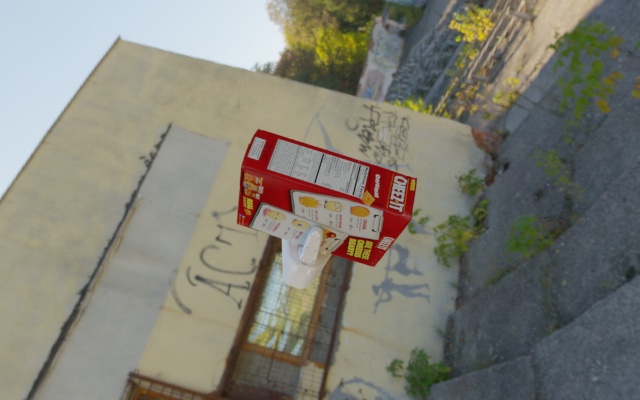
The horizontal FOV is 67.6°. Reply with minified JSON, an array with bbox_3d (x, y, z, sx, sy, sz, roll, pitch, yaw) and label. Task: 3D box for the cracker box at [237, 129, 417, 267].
[{"bbox_3d":[0.000,0.002,0.643,0.214,0.072,0.164,17,-30,-2],"label":"cracker box"}]
